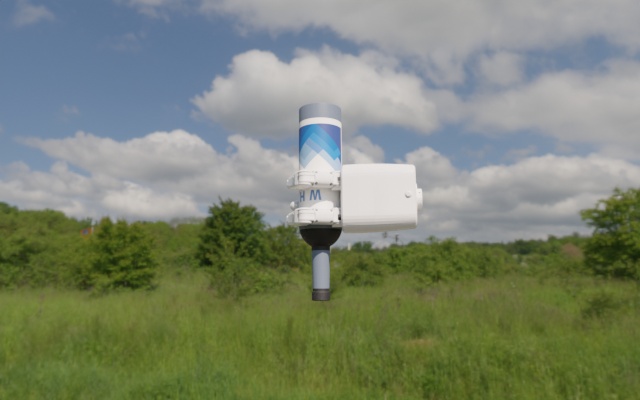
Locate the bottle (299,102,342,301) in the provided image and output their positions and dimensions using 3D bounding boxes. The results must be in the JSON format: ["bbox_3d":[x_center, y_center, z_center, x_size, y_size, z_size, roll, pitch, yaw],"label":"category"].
[{"bbox_3d":[0.000,0.002,0.728,0.069,0.295,0.069,0,-9,0],"label":"bottle"}]
